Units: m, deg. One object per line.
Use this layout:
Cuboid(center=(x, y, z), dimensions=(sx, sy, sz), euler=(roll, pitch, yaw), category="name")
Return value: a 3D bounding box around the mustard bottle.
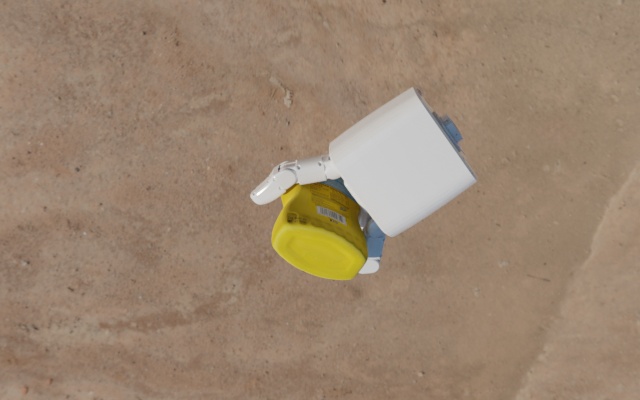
Cuboid(center=(0.000, 0.002, 0.540), dimensions=(0.096, 0.058, 0.191), euler=(22, 30, -13), category="mustard bottle")
